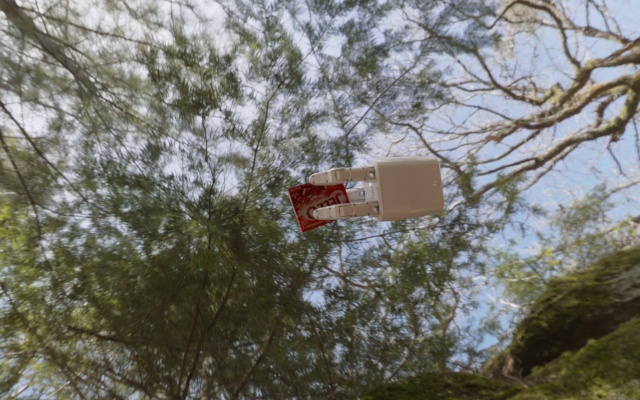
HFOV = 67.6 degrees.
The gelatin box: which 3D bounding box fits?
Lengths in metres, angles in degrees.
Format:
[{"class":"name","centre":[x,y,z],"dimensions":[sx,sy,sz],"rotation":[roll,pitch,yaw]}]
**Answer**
[{"class":"gelatin box","centre":[0.000,0.003,0.761],"dimensions":[0.089,0.073,0.030],"rotation":[-19,-1,-5]}]
